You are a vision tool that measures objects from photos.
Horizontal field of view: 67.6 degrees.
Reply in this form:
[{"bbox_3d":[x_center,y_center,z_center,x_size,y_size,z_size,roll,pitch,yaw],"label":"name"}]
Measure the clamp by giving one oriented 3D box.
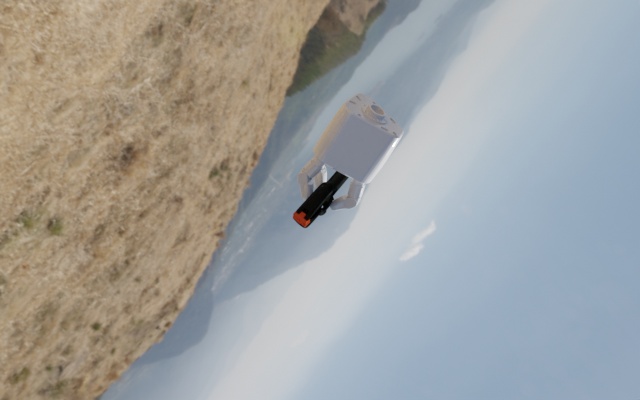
[{"bbox_3d":[0.001,0.003,0.879,0.036,0.165,0.210,37,37,6],"label":"clamp"}]
